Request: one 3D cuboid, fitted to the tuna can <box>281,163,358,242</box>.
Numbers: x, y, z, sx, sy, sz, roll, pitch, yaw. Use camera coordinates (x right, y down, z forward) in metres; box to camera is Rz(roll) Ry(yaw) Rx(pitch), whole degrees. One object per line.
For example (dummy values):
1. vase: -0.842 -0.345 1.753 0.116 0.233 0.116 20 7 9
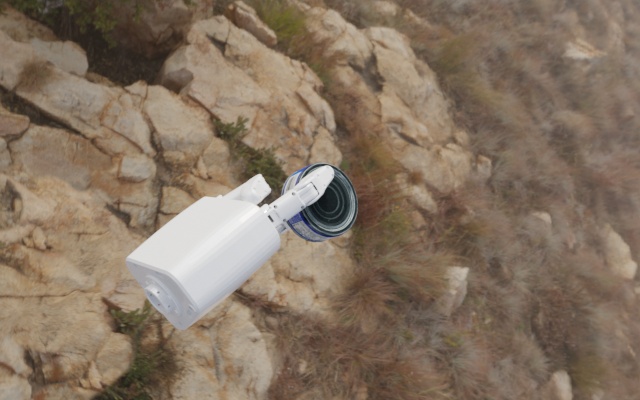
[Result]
1. tuna can: 0.000 0.002 0.534 0.086 0.086 0.034 0 -14 -37
